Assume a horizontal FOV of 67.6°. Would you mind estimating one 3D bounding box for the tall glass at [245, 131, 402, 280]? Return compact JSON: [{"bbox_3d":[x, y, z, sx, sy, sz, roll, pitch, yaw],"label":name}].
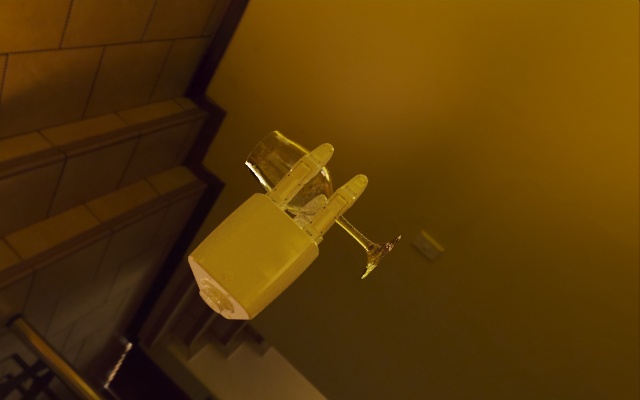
[{"bbox_3d":[0.001,0.002,0.587,0.201,0.079,0.079,43,6,7],"label":"tall glass"}]
